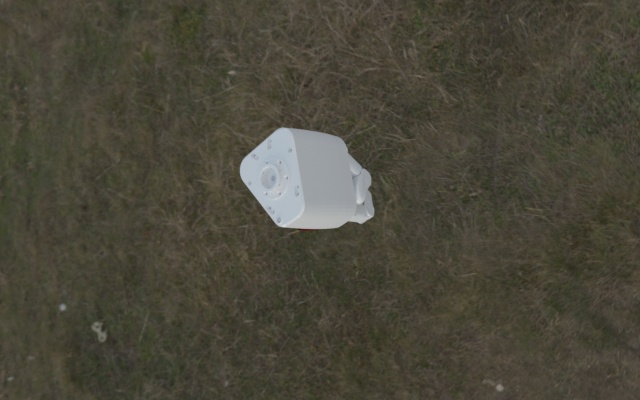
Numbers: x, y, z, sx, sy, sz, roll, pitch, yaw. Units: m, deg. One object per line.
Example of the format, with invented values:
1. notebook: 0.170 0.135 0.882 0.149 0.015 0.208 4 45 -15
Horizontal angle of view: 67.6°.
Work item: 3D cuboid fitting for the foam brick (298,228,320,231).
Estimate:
1. foam brick: 0.000 0.002 0.667 0.078 0.053 0.051 -35 -20 30
